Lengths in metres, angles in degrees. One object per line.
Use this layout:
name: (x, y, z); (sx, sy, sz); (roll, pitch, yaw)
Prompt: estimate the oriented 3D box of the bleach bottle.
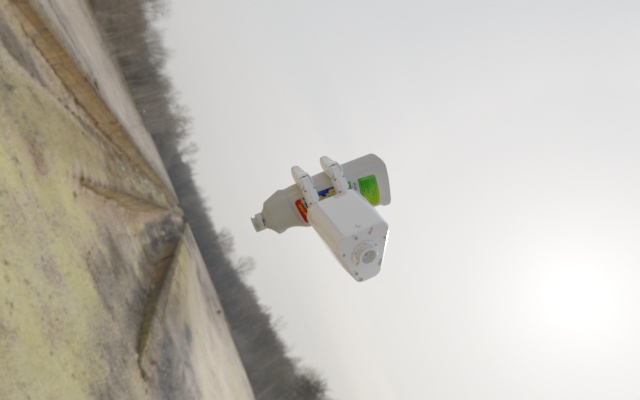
bleach bottle: (0.000, 0.003, 0.848); (0.251, 0.103, 0.068); (-22, 34, -15)
